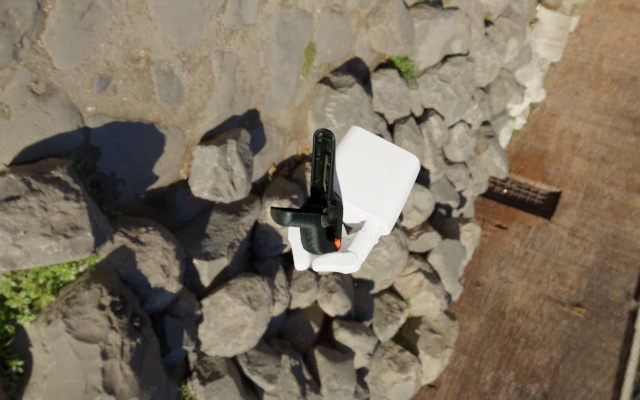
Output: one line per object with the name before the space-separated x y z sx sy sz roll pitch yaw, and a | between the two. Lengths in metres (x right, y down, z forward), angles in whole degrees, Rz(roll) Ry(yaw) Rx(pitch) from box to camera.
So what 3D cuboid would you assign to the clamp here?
clamp | 0.001 0.002 0.549 0.039 0.120 0.171 23 -18 23
